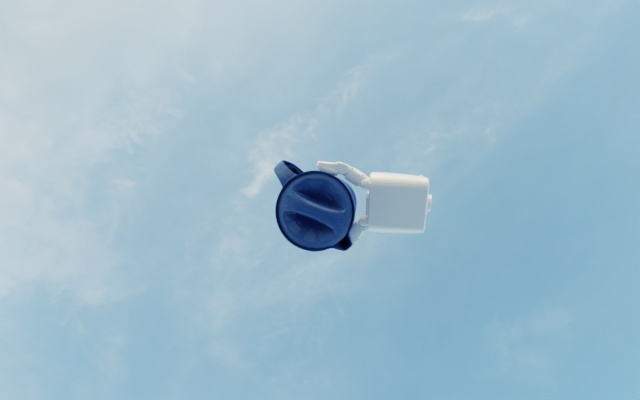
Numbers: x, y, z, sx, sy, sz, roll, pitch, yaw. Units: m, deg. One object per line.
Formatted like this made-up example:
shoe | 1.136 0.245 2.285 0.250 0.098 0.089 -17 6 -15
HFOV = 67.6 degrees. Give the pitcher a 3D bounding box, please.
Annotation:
pitcher | 0.000 0.003 0.892 0.145 0.149 0.243 3 4 8
